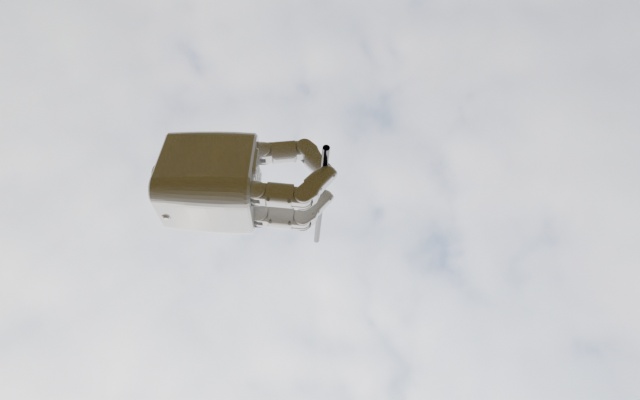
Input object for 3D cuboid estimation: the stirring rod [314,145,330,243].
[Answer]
[{"bbox_3d":[0.000,0.002,0.604,0.011,0.011,0.240,0,-28,-3],"label":"stirring rod"}]
